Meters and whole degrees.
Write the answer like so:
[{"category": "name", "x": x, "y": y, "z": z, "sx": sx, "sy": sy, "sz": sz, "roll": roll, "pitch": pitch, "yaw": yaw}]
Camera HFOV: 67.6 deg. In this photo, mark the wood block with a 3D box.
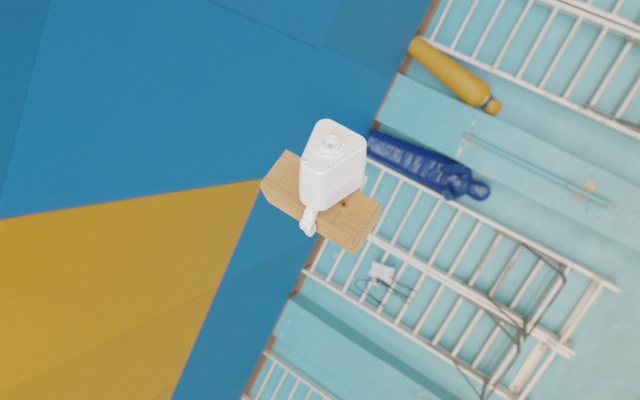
[{"category": "wood block", "x": 0.000, "y": 0.003, "z": 0.899, "sx": 0.206, "sy": 0.091, "sz": 0.090, "roll": 31, "pitch": -16, "yaw": 17}]
